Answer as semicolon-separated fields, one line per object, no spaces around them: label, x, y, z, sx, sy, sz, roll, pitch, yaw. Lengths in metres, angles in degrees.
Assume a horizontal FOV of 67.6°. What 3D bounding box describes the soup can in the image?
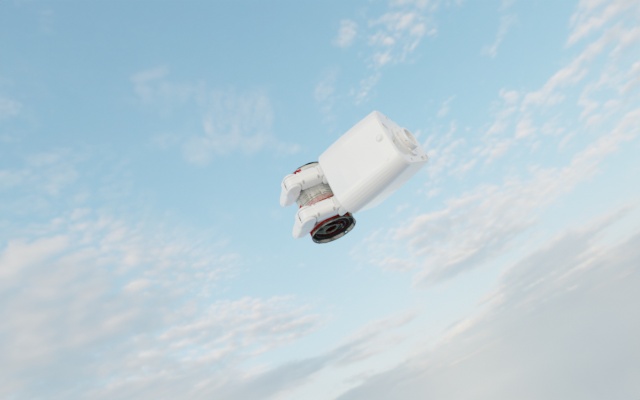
soup can;0.000;0.002;0.696;0.068;0.102;0.068;-20;-27;-11
